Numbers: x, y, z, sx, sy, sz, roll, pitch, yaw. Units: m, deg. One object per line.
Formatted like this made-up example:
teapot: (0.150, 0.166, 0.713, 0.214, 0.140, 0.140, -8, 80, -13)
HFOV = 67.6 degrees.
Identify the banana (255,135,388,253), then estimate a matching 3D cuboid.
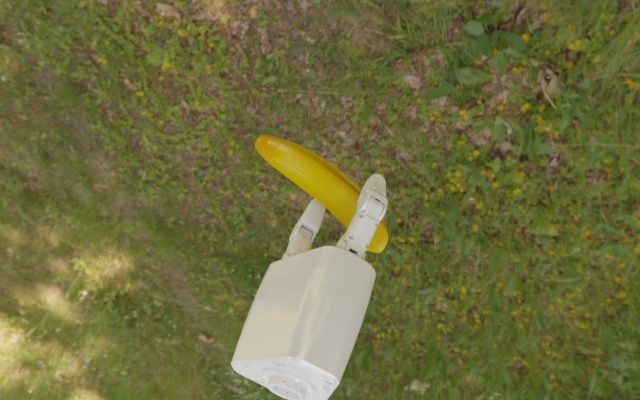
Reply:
banana: (0.015, 0.001, 0.489, 0.069, 0.037, 0.198, -10, -46, 44)
